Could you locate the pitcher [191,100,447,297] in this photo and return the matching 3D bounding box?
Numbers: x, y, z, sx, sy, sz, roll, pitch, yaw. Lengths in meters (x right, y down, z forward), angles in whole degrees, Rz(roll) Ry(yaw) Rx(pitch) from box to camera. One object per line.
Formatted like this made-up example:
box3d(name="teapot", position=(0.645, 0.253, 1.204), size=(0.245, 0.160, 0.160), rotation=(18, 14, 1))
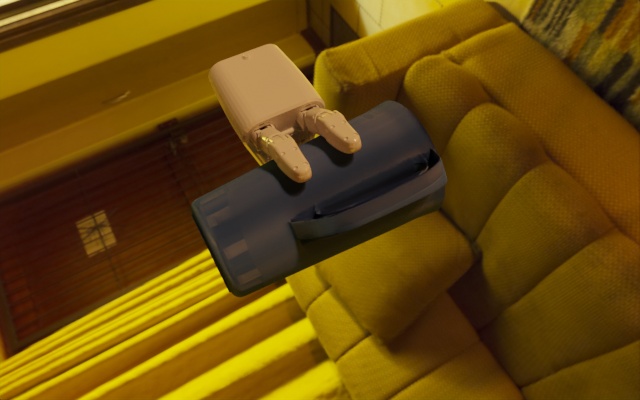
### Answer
box3d(name="pitcher", position=(0.000, 0.001, 0.491), size=(0.243, 0.145, 0.149), rotation=(-26, -27, -14))
